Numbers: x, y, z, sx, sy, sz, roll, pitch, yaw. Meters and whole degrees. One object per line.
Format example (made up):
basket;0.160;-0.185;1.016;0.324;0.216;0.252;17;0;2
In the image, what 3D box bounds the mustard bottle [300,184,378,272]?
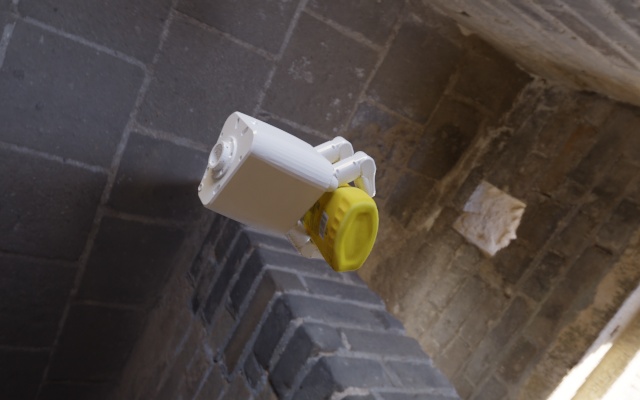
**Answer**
mustard bottle;0.000;0.002;0.614;0.058;0.096;0.191;-4;28;-27
